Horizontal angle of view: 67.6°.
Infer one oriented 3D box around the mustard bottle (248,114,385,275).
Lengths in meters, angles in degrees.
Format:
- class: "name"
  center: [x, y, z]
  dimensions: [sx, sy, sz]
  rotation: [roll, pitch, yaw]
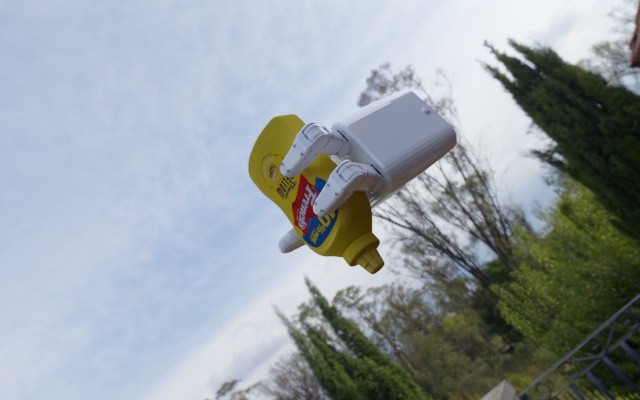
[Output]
- class: "mustard bottle"
  center: [0.000, 0.002, 0.510]
  dimensions: [0.058, 0.191, 0.096]
  rotation: [-17, -32, -45]
